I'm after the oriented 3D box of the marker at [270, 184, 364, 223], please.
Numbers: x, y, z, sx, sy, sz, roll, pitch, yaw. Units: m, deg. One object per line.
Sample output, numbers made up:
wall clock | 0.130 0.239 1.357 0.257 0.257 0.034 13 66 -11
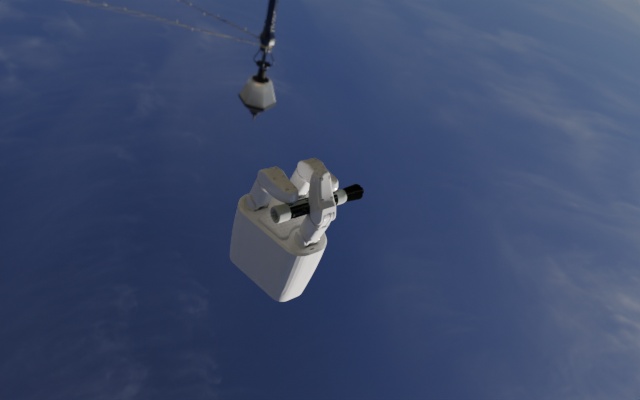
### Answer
marker | 0.000 0.002 0.533 0.121 0.020 0.020 -16 9 -34
